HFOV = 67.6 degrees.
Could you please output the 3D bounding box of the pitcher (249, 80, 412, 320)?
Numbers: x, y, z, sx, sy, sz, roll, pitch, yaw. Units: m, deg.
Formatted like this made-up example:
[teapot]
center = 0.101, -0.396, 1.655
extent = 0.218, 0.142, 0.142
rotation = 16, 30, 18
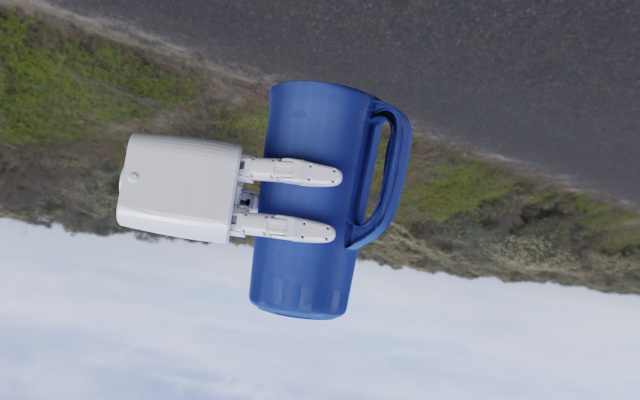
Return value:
[pitcher]
center = 0.000, 0.002, 0.521
extent = 0.145, 0.243, 0.149
rotation = 9, -4, -9
